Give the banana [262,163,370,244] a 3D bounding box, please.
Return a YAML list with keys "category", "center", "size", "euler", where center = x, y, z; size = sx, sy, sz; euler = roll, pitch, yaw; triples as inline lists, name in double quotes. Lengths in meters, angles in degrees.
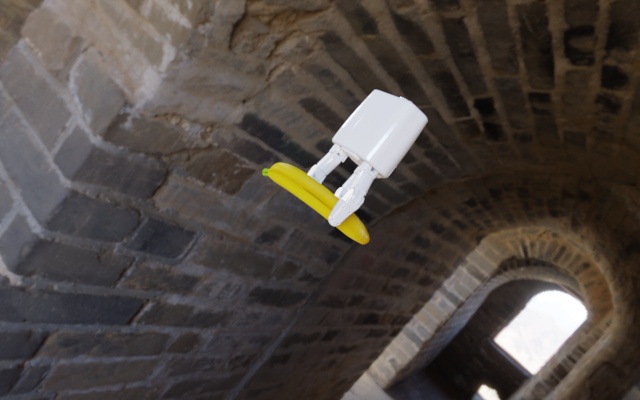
- category: "banana"
  center: [-0.002, -0.002, 0.712]
  size: [0.198, 0.037, 0.069]
  euler: [36, -6, 3]
